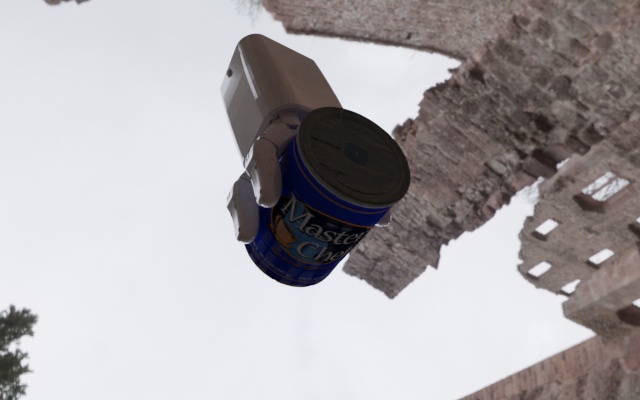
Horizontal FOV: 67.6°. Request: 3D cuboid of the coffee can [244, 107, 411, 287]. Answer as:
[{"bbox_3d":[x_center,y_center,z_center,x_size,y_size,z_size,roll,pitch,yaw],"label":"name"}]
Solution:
[{"bbox_3d":[0.000,0.001,0.433,0.103,0.102,0.140,0,-35,-32],"label":"coffee can"}]
